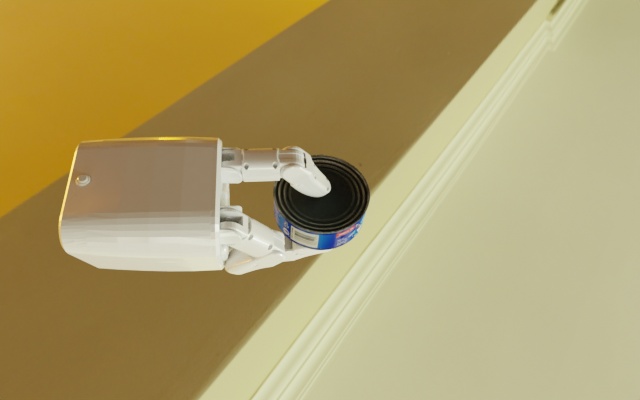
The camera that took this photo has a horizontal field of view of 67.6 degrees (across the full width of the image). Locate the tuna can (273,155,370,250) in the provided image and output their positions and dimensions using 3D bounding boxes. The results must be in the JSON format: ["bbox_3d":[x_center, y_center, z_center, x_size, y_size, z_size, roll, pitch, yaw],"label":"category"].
[{"bbox_3d":[0.000,0.002,0.434,0.086,0.086,0.034,0,-36,-5],"label":"tuna can"}]
